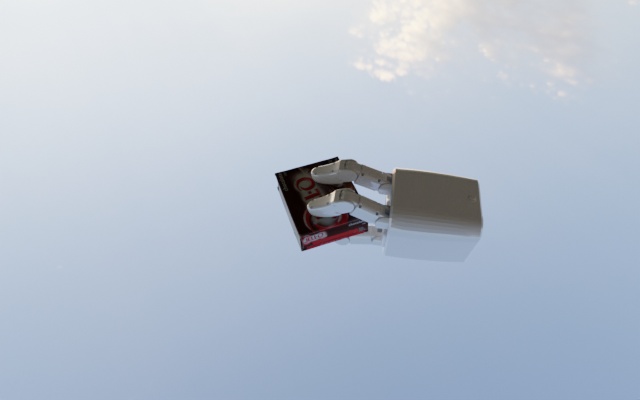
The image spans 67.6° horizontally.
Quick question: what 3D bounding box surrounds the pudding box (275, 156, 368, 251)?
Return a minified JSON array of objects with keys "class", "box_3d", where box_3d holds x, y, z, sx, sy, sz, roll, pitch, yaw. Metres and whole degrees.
[{"class":"pudding box","box_3d":[0.000,0.002,0.608,0.090,0.113,0.039,-16,-42,-12]}]
